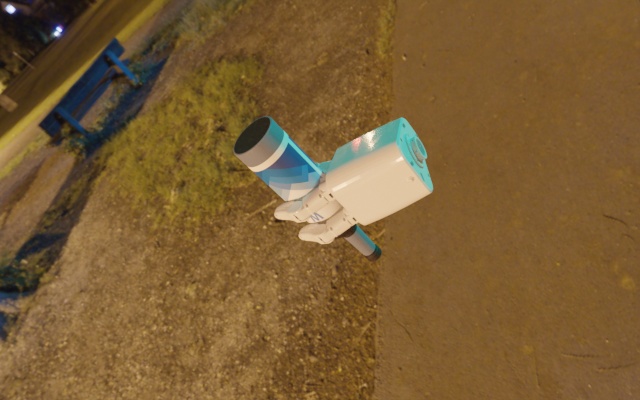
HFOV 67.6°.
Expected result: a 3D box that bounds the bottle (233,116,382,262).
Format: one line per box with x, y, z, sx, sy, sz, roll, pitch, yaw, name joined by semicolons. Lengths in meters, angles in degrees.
0.000;0.002;0.692;0.069;0.069;0.296;0;-36;47;bottle
